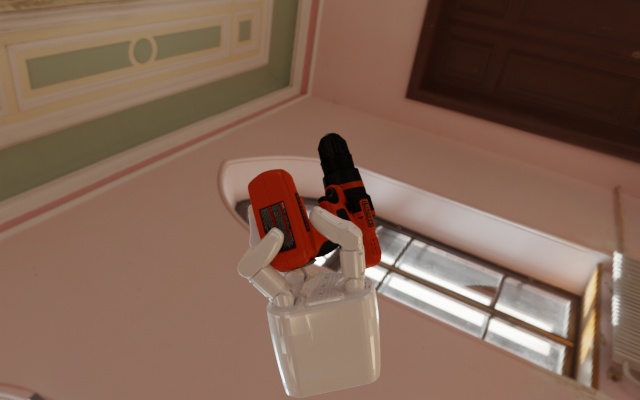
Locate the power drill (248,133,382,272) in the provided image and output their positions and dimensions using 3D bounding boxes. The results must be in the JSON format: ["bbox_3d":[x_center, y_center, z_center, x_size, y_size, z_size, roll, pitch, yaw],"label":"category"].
[{"bbox_3d":[0.000,0.002,0.565,0.057,0.184,0.187,-23,-10,33],"label":"power drill"}]
